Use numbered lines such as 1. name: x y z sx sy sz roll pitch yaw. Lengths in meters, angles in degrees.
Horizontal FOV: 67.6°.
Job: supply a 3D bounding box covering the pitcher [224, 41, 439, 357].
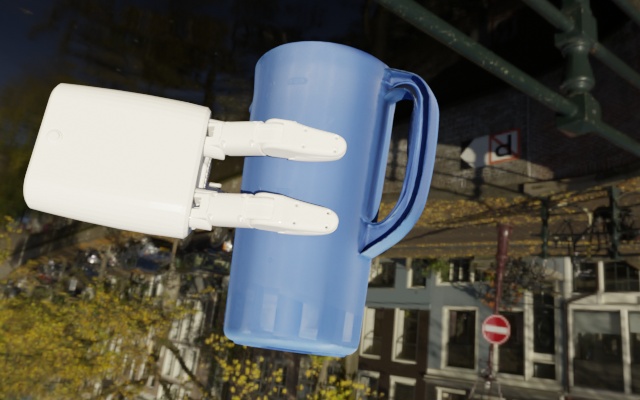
1. pitcher: 0.000 0.001 0.402 0.145 0.242 0.149 11 -16 -13
